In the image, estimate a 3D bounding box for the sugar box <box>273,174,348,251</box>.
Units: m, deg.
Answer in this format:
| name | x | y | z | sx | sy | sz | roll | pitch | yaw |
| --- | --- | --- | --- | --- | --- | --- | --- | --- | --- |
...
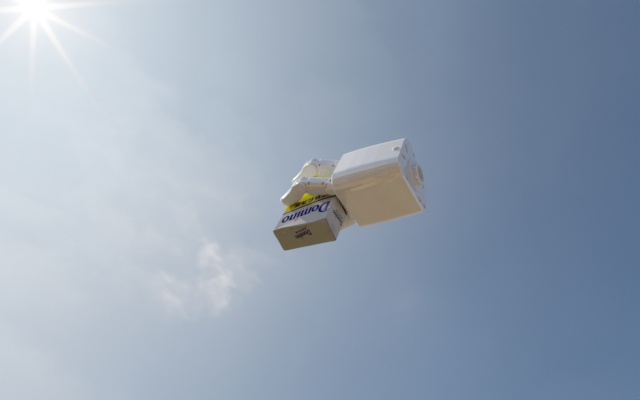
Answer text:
| name | x | y | z | sx | sy | sz | roll | pitch | yaw |
| --- | --- | --- | --- | --- | --- | --- | --- | --- | --- |
| sugar box | 0.000 | 0.002 | 0.753 | 0.093 | 0.048 | 0.176 | -14 | 26 | 27 |
